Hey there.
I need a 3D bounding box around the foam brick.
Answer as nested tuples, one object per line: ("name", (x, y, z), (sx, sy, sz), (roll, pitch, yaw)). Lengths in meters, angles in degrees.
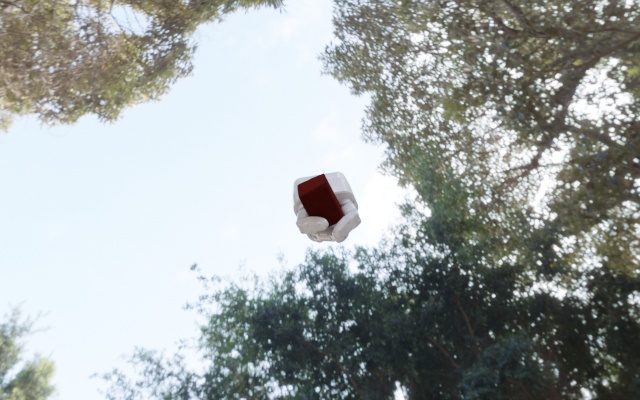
("foam brick", (0.000, 0.002, 0.813), (0.053, 0.078, 0.051), (-24, 26, 7))
